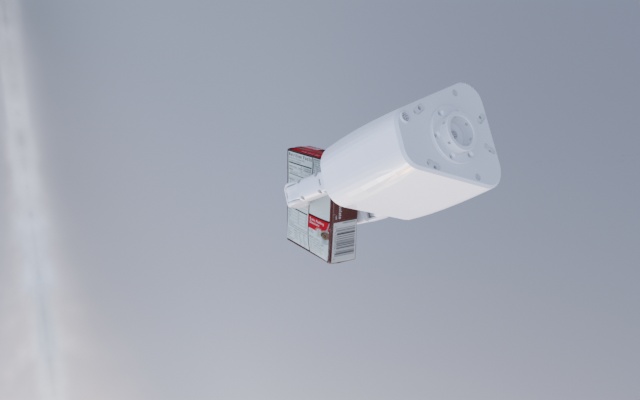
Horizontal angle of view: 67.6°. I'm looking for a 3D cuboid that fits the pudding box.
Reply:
[{"bbox_3d":[0.000,0.002,0.522,0.039,0.113,0.090,-7,18,-33],"label":"pudding box"}]
